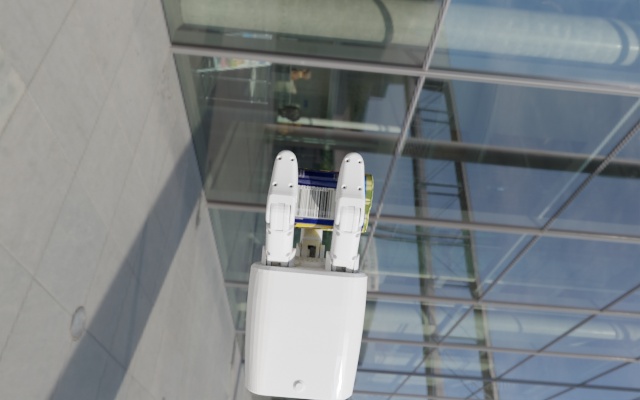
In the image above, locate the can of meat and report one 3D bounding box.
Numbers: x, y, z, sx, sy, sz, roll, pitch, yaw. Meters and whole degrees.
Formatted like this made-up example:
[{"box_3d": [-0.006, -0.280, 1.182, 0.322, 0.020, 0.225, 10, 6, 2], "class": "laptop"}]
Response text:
[{"box_3d": [0.000, 0.001, 0.447, 0.084, 0.057, 0.102, 6, -4, -2], "class": "can of meat"}]
